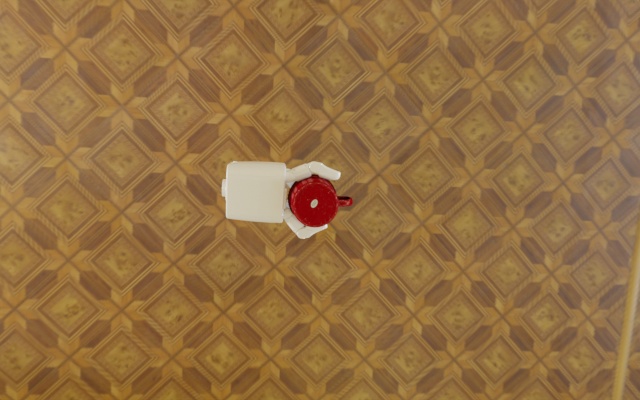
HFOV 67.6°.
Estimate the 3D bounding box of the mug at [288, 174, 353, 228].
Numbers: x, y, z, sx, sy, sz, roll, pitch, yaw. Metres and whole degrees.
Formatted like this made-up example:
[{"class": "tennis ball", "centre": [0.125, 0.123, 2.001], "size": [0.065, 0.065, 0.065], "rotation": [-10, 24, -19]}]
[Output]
[{"class": "mug", "centre": [0.002, 0.003, 0.859], "size": [0.117, 0.093, 0.081], "rotation": [2, 8, -5]}]
